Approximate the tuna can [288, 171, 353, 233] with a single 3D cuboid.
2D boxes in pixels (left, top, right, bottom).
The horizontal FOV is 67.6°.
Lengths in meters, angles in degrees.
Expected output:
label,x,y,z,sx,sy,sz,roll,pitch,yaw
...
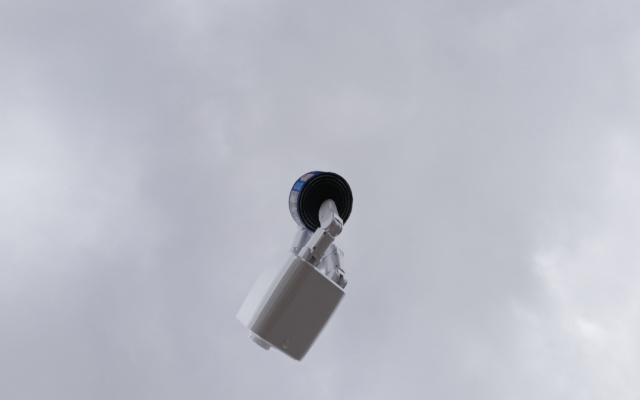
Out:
label,x,y,z,sx,sy,sz,roll,pitch,yaw
tuna can,0.000,0.002,0.654,0.086,0.086,0.033,0,7,-29
